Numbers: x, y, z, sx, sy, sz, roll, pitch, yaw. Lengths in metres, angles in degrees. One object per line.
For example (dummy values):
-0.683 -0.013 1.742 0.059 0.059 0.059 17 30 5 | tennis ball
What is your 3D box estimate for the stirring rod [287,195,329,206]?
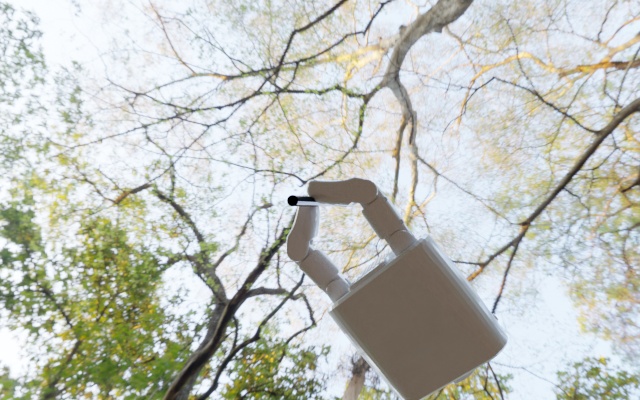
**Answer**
0.000 0.002 0.445 0.011 0.011 0.239 0 -1 9 | stirring rod
